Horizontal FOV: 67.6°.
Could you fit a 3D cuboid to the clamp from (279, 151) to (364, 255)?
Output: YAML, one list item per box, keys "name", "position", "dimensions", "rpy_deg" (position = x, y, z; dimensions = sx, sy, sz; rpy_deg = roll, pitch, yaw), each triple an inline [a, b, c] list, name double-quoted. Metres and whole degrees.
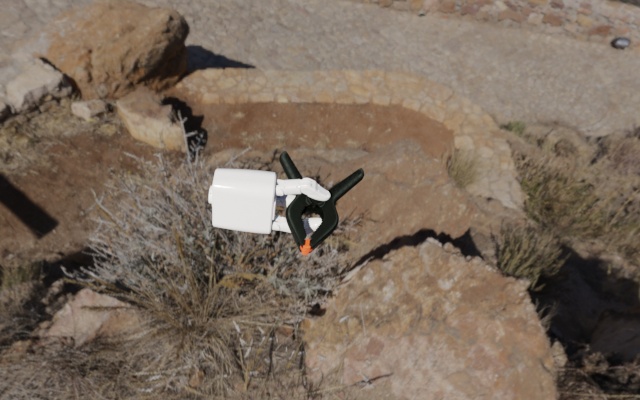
- name: "clamp"
  position: [0.000, 0.003, 0.865]
  dimensions: [0.164, 0.209, 0.036]
  rpy_deg: [6, -35, -5]
